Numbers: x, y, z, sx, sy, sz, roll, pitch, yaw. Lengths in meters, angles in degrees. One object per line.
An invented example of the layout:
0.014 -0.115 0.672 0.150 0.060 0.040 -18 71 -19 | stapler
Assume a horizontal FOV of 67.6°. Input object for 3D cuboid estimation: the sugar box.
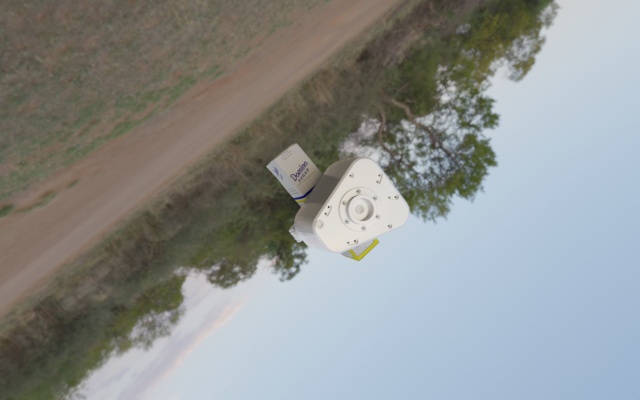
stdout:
0.001 0.002 0.664 0.048 0.176 0.093 -39 7 -10 | sugar box
